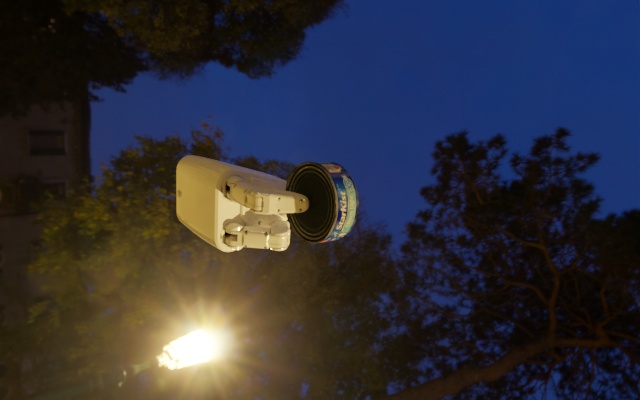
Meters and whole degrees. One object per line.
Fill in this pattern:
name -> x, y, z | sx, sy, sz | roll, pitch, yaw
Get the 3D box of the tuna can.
tuna can -> 0.001, 0.002, 0.505 | 0.034, 0.086, 0.086 | -5, 3, -40
